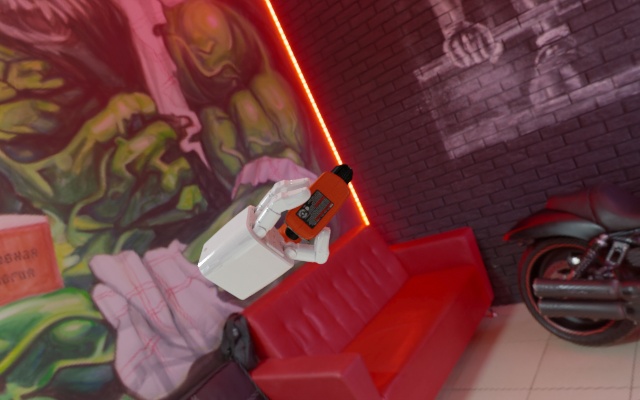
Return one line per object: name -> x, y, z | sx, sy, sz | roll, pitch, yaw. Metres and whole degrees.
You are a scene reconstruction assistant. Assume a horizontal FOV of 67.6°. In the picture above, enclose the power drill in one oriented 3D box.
power drill -> 0.000, 0.003, 0.796 | 0.057, 0.184, 0.187 | 39, -6, 0
